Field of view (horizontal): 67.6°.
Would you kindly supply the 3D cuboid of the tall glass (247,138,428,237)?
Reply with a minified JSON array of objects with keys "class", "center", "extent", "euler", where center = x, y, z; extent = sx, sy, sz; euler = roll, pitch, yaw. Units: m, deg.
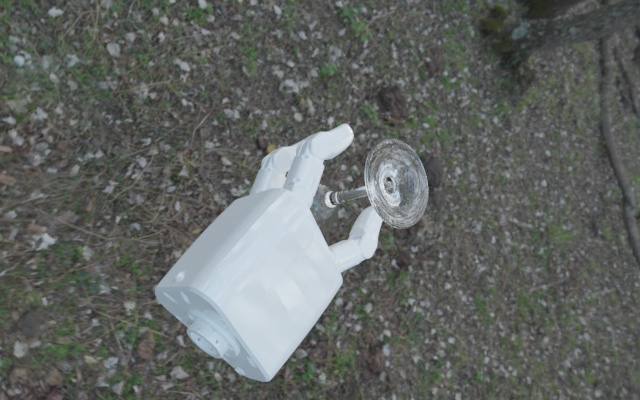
[{"class":"tall glass","center":[0.001,0.001,0.459],"extent":[0.079,0.079,0.201],"euler":[0,-9,-40]}]
